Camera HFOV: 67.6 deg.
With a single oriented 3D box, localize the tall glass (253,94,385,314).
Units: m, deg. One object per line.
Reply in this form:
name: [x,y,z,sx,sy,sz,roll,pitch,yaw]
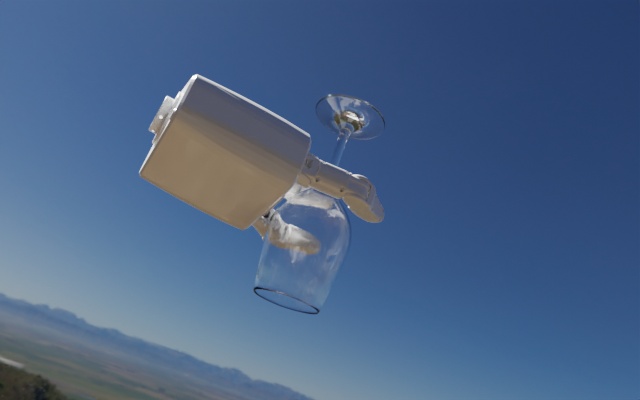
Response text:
tall glass: [0.000,0.001,0.454,0.079,0.201,0.079,16,-22,7]
